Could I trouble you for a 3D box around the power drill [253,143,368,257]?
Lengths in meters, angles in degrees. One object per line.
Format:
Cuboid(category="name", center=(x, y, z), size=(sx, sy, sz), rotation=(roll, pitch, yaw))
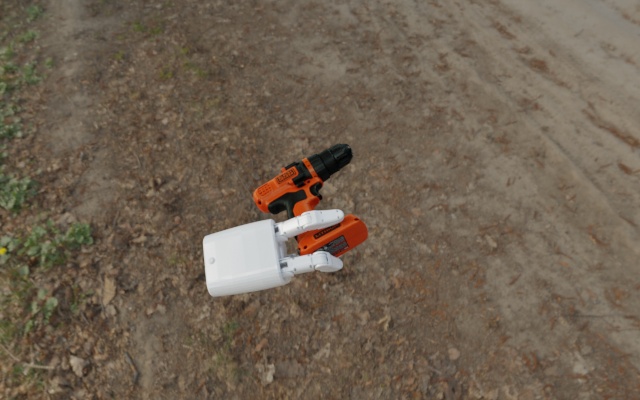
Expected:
Cuboid(category="power drill", center=(0.000, 0.003, 0.756), size=(0.184, 0.187, 0.057), rotation=(-32, -44, -1))
